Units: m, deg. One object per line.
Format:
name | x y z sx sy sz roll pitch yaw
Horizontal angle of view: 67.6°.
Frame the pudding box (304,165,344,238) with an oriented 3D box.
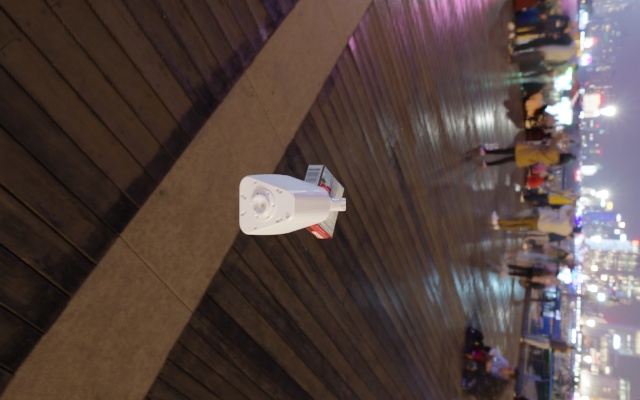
pudding box | 0.000 0.003 0.888 0.039 0.113 0.090 2 -27 31
